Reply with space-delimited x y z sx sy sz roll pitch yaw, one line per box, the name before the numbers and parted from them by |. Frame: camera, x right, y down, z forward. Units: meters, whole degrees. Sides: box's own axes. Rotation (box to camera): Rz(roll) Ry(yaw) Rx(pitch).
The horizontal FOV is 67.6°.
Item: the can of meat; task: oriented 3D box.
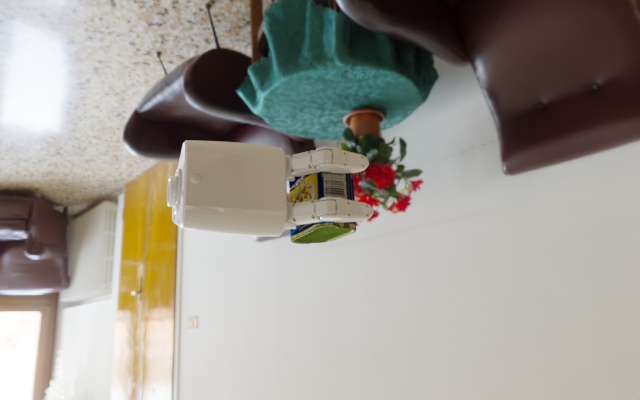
can of meat | 0.000 0.002 0.561 0.057 0.084 0.102 5 -17 -25
